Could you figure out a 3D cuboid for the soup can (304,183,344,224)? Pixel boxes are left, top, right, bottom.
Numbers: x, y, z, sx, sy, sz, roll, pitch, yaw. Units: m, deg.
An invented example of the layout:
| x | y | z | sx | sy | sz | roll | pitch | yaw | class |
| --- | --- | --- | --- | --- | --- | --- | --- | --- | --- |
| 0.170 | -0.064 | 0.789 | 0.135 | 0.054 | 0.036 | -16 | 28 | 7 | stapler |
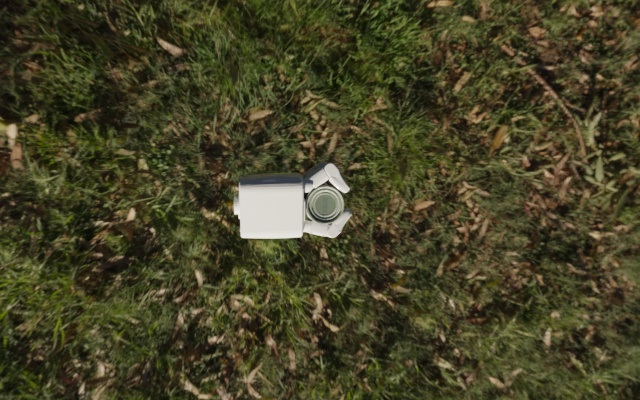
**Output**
| x | y | z | sx | sy | sz | roll | pitch | yaw | class |
| --- | --- | --- | --- | --- | --- | --- | --- | --- | --- |
| 0.001 | 0.003 | 0.849 | 0.068 | 0.068 | 0.102 | 0 | 5 | -9 | soup can |
